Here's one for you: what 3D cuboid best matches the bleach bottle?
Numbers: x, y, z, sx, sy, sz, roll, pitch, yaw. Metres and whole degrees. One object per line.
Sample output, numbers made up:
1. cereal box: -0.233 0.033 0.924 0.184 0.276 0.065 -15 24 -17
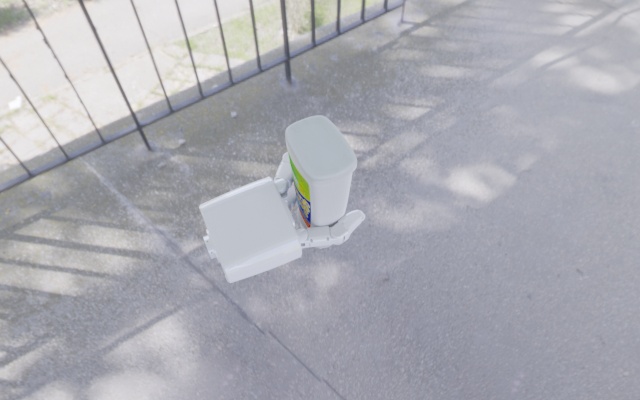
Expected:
1. bleach bottle: 0.000 0.002 0.670 0.068 0.102 0.251 -22 -32 -13
